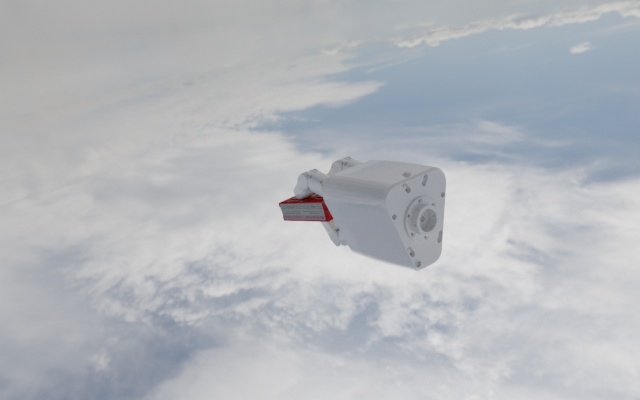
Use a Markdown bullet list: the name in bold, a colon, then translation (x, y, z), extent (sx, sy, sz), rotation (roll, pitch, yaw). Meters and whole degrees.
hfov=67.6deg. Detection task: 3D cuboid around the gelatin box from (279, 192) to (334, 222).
- **gelatin box**: translation (0.000, 0.003, 0.646), extent (0.089, 0.030, 0.073), rotation (-2, 18, 45)
